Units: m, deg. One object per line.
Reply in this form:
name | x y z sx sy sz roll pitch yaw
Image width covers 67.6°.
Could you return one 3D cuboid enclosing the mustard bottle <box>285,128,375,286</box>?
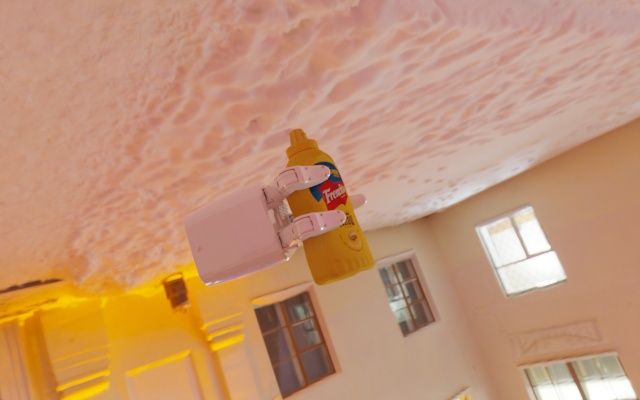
mustard bottle | 0.000 0.002 0.580 0.058 0.191 0.096 -28 -14 34
